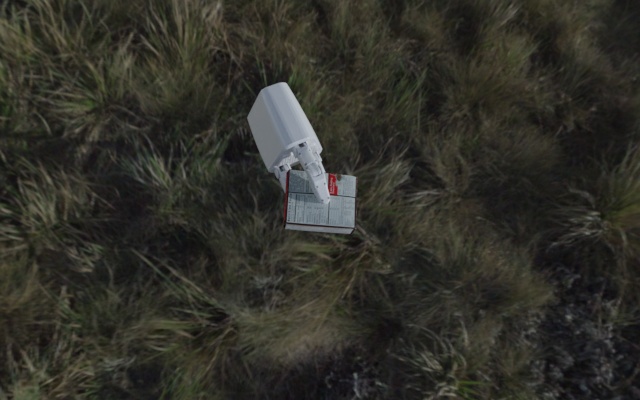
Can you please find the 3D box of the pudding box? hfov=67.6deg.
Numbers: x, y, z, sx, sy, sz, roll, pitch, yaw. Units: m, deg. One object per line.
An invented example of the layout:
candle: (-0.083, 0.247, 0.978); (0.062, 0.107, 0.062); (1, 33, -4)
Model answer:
pudding box: (0.000, 0.002, 0.745); (0.113, 0.090, 0.039); (5, -16, -6)
